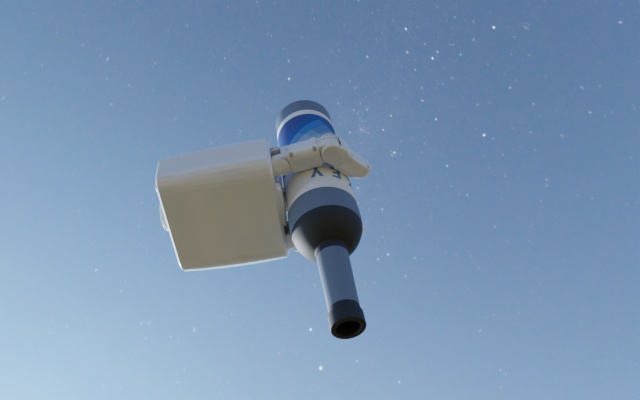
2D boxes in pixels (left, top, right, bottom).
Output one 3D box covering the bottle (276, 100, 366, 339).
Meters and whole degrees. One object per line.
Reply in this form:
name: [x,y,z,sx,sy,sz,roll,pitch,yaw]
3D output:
bottle: [0.000,0.001,0.463,0.069,0.069,0.295,0,39,-10]
